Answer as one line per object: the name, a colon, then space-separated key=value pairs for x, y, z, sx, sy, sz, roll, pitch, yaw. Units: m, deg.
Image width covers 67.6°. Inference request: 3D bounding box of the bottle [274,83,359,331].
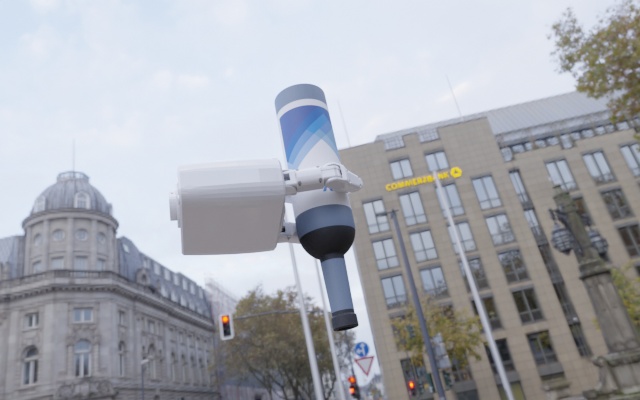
bottle: x=0.000 y=0.002 z=0.558 sx=0.069 sy=0.295 sz=0.069 roll=-10 pitch=-23 yaw=-4
